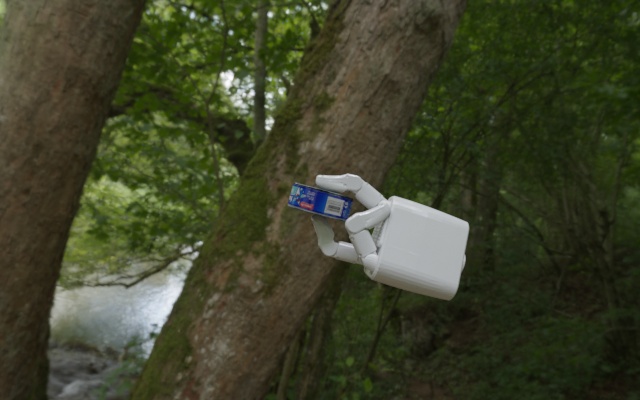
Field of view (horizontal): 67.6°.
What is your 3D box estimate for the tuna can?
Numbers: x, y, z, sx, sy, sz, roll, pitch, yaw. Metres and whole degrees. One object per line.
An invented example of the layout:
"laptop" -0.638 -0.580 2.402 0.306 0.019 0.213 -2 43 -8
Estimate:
"tuna can" 0.000 0.002 0.648 0.086 0.034 0.086 15 1 0
